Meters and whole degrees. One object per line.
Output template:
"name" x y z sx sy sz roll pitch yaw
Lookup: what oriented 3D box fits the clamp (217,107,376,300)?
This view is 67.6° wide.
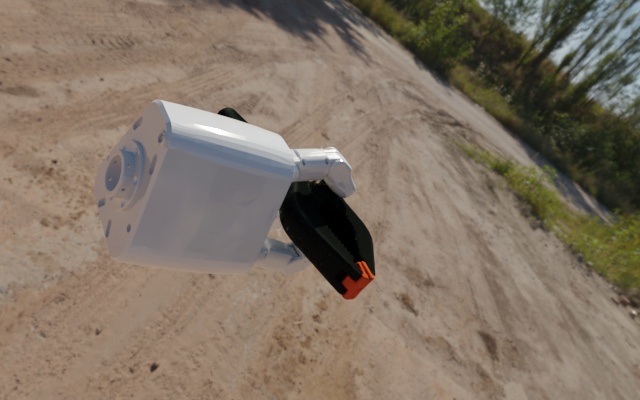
"clamp" 0.001 0.001 0.446 0.164 0.036 0.210 14 34 -45
